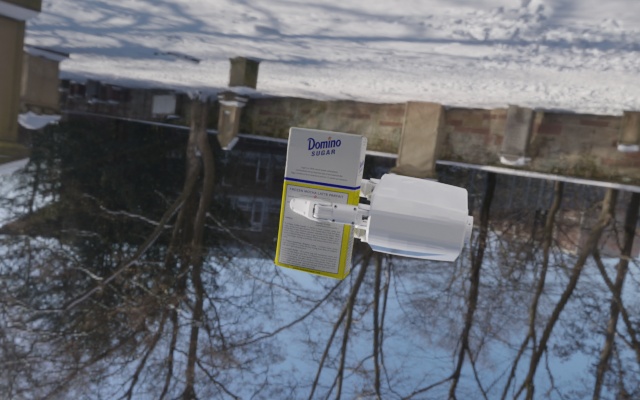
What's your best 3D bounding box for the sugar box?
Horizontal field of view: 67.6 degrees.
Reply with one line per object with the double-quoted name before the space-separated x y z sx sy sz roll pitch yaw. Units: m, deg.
"sugar box" 0.000 0.002 0.596 0.093 0.176 0.048 10 5 14
